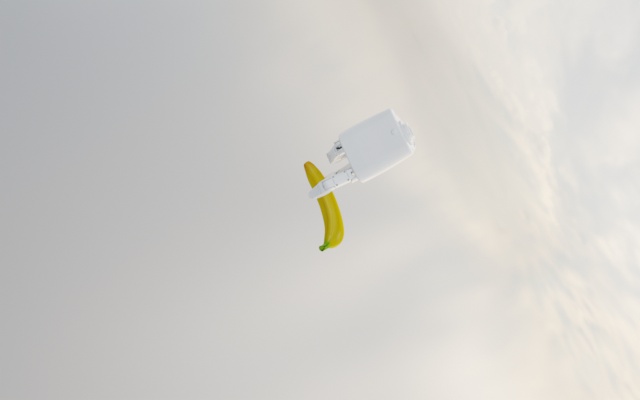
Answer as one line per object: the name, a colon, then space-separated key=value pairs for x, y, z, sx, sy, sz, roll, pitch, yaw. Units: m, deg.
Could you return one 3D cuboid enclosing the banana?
banana: x=0.010 y=0.013 z=0.907 sx=0.037 sy=0.197 sz=0.070 roll=-27 pitch=-35 yaw=21
